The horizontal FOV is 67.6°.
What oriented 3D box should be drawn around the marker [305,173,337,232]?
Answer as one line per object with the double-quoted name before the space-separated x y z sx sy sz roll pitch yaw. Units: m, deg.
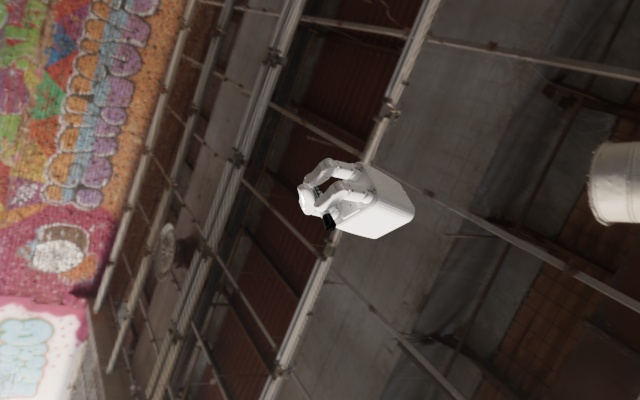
"marker" 0.000 0.003 0.771 0.020 0.121 0.020 -13 -41 -12
